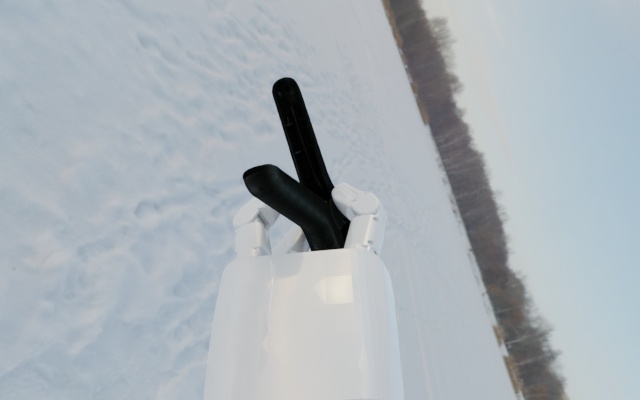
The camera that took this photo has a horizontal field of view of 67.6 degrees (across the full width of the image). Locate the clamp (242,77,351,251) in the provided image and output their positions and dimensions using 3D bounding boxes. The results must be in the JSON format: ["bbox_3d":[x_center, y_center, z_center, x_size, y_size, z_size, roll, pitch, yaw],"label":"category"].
[{"bbox_3d":[0.001,0.002,0.422,0.036,0.210,0.164,-18,39,17],"label":"clamp"}]
